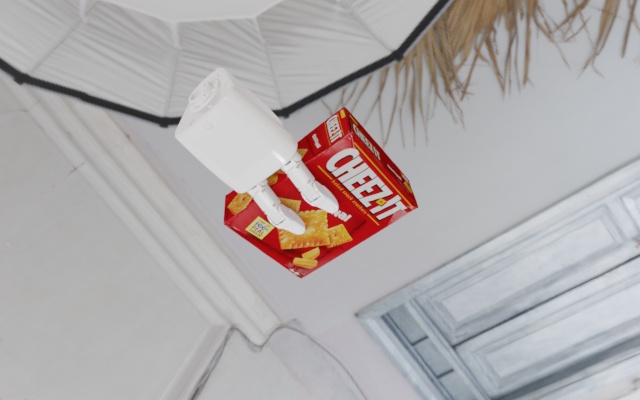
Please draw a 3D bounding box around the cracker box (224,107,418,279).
[{"bbox_3d":[0.000,0.002,0.658,0.214,0.072,0.164,-34,-53,20],"label":"cracker box"}]
